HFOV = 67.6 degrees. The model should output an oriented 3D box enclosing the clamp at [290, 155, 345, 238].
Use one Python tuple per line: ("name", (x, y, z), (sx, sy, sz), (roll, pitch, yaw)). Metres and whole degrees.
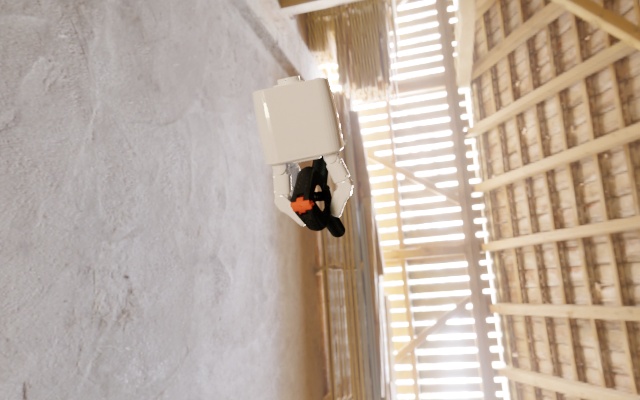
("clamp", (0.001, 0.002, 0.728), (0.036, 0.164, 0.210), (-10, 12, 14))
